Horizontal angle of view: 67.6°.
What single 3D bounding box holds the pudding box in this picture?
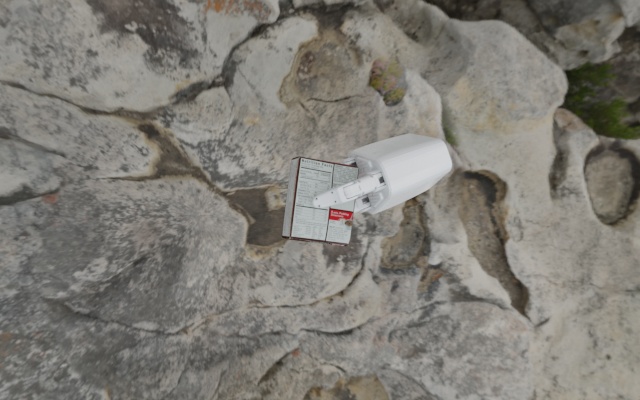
[{"bbox_3d":[0.000,0.002,0.649,0.090,0.113,0.039,9,-7,-20],"label":"pudding box"}]
